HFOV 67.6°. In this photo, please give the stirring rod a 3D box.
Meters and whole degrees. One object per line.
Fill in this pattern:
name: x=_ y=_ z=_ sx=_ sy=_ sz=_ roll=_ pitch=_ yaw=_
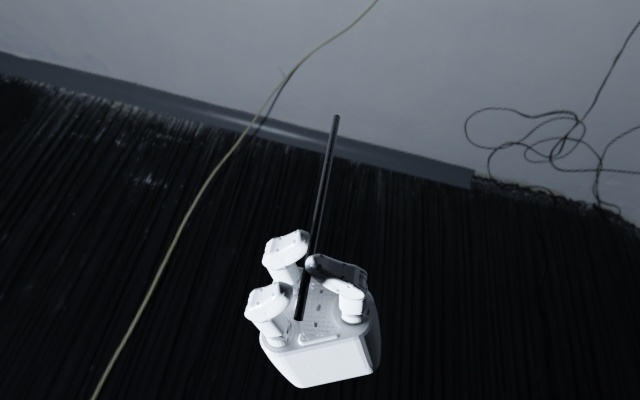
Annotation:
stirring rod: x=0.000 y=0.001 z=0.455 sx=0.011 sy=0.239 sz=0.011 roll=7 pitch=-38 yaw=5
